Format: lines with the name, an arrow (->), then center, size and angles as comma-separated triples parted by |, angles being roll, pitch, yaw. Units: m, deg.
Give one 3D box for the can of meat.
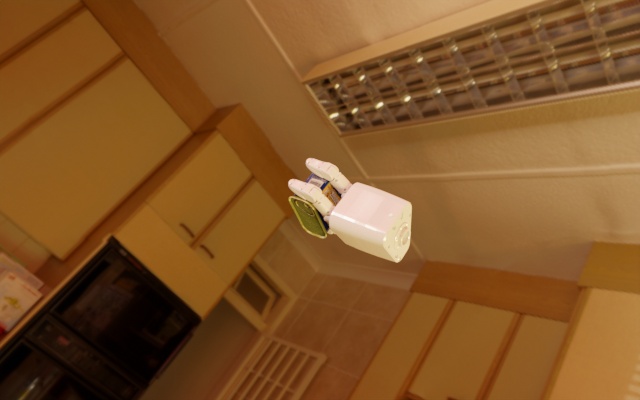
can of meat -> 0.000, 0.003, 0.855 | 0.057, 0.084, 0.102 | 18, -33, 36
